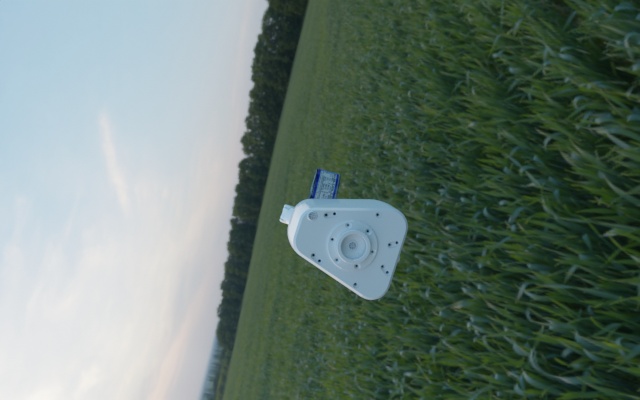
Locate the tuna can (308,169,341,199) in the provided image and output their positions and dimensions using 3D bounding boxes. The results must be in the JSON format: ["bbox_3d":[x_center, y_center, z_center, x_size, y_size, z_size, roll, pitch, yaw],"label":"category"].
[{"bbox_3d":[0.000,0.002,0.638,0.034,0.086,0.086,15,-1,-2],"label":"tuna can"}]
